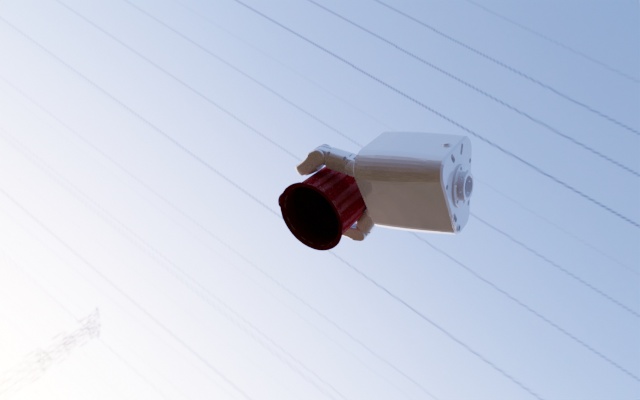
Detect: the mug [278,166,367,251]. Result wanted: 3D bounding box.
[{"bbox_3d":[-0.001,0.002,0.612,0.117,0.093,0.081,8,31,35],"label":"mug"}]
